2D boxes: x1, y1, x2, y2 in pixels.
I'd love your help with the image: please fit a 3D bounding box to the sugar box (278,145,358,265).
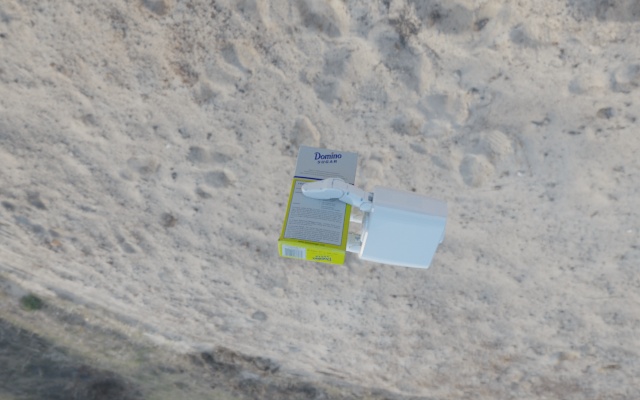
[{"bbox_3d":[0.000,0.003,0.696,0.093,0.176,0.048,9,-38,3],"label":"sugar box"}]
